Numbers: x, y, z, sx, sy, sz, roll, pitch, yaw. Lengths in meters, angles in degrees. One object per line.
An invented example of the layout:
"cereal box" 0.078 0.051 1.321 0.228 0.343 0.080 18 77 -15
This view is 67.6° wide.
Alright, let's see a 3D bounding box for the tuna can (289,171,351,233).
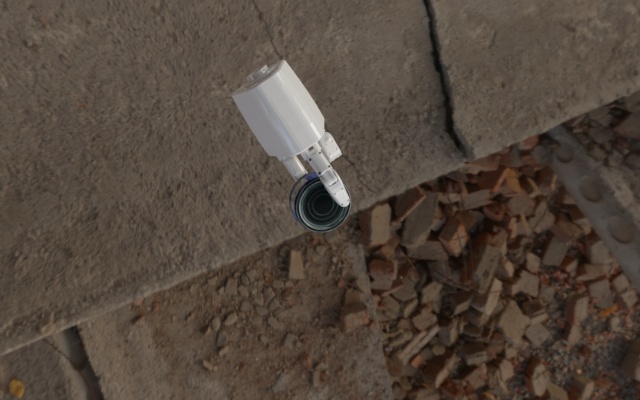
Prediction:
"tuna can" 0.000 0.002 0.691 0.086 0.086 0.033 0 16 -19
